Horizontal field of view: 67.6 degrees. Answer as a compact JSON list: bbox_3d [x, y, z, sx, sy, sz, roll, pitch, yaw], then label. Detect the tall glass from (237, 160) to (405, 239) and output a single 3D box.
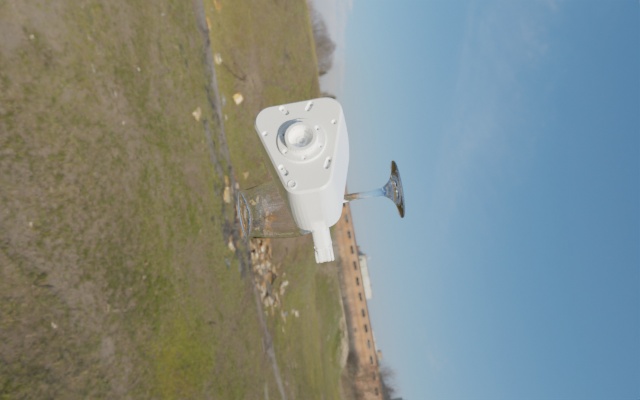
[{"bbox_3d":[0.001,0.002,0.605,0.201,0.079,0.079,-10,0,1],"label":"tall glass"}]
